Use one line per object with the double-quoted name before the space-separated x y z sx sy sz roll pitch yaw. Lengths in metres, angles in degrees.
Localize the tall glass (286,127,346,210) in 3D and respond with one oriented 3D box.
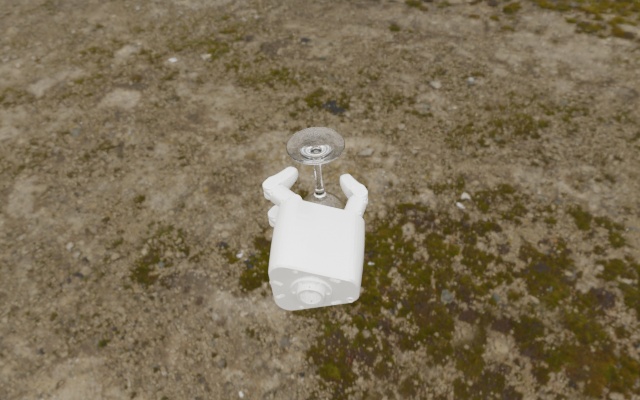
"tall glass" 0.000 0.002 0.664 0.079 0.201 0.079 -3 44 3
